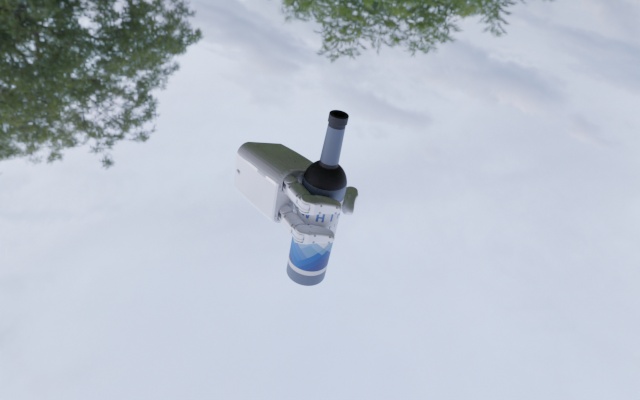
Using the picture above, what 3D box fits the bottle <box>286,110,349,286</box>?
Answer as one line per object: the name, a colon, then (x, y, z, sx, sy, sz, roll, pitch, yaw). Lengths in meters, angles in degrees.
bottle: (0.000, 0.003, 0.726, 0.069, 0.296, 0.069, 8, 34, -6)
